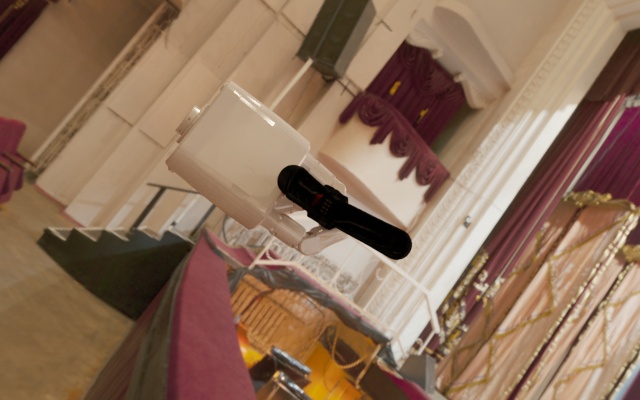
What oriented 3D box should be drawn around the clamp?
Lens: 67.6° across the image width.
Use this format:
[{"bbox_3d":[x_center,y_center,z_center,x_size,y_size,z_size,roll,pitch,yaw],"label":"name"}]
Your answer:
[{"bbox_3d":[0.000,0.001,0.434,0.120,0.039,0.171,38,-7,-19],"label":"clamp"}]
